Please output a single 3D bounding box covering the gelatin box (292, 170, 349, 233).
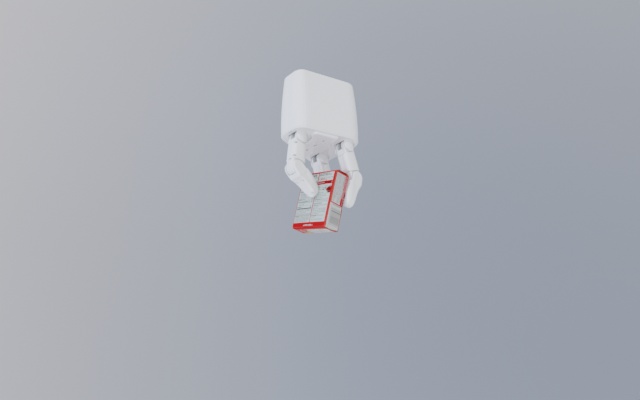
[{"bbox_3d":[0.000,0.002,0.699,0.030,0.089,0.073,25,-21,-38],"label":"gelatin box"}]
